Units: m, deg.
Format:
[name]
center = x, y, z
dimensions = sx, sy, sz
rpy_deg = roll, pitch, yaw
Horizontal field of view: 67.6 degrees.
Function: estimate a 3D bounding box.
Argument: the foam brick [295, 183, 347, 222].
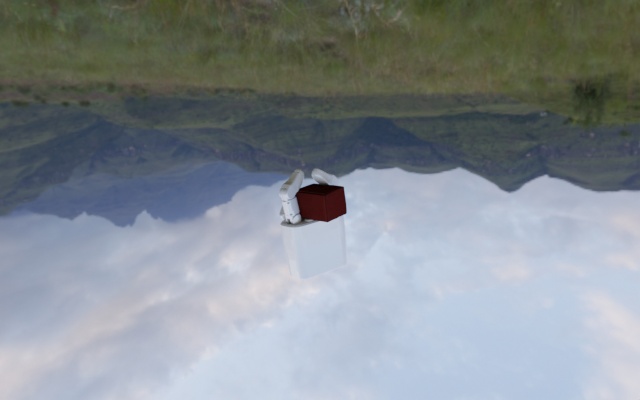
[foam brick]
center = 0.000, 0.003, 0.840
dimensions = 0.078, 0.051, 0.053
rpy_deg = 8, 21, 44
